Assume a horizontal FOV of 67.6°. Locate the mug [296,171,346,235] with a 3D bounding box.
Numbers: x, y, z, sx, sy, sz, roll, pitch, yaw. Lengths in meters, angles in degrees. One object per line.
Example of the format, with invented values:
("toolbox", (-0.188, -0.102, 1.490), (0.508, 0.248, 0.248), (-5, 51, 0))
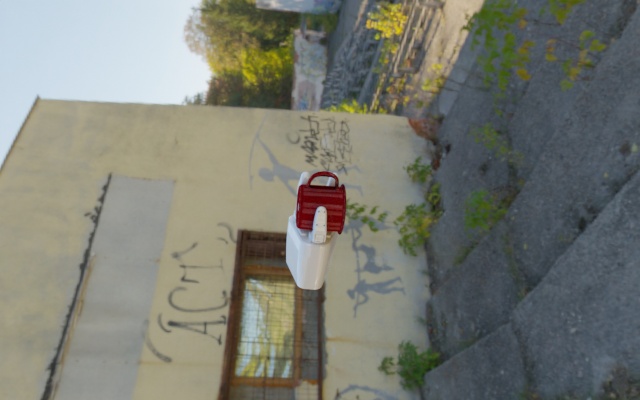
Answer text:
("mug", (0.000, 0.002, 0.859), (0.081, 0.117, 0.093), (4, 27, -7))
